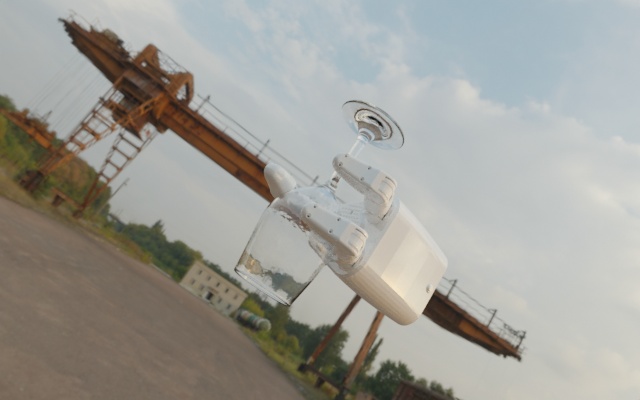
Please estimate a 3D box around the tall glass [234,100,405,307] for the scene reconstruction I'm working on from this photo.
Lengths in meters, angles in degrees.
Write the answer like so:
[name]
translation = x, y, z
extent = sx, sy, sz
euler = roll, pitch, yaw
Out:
[tall glass]
translation = 0.000, 0.001, 0.463
extent = 0.079, 0.201, 0.079
euler = 32, -17, 11
